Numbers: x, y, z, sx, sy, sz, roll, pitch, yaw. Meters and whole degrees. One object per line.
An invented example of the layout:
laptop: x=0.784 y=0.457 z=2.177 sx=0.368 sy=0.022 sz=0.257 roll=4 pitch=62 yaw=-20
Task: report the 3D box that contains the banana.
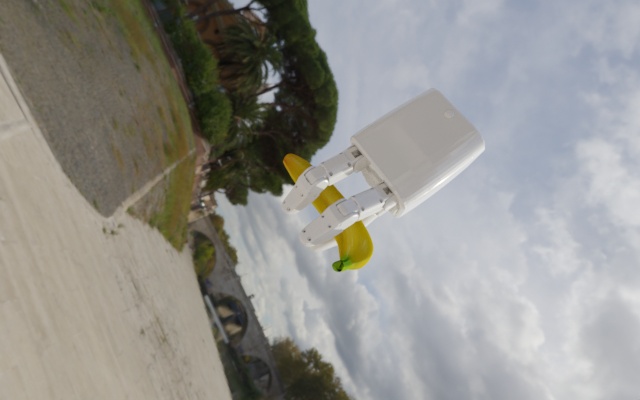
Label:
banana: x=0.013 y=0.012 z=0.532 sx=0.070 sy=0.037 sz=0.197 roll=36 pitch=16 yaw=-40
